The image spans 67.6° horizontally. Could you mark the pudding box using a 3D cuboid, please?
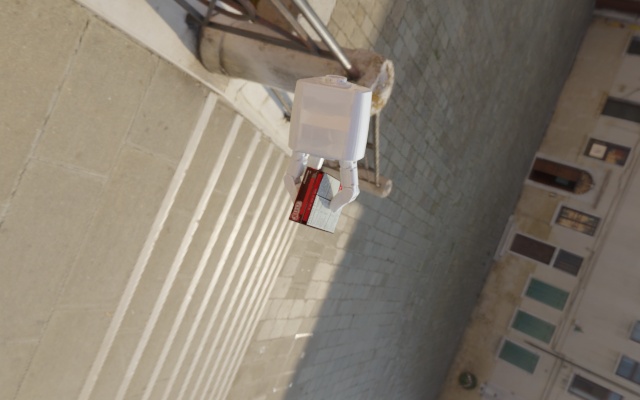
[{"bbox_3d":[0.000,0.003,0.782,0.039,0.090,0.113,19,-2,29],"label":"pudding box"}]
